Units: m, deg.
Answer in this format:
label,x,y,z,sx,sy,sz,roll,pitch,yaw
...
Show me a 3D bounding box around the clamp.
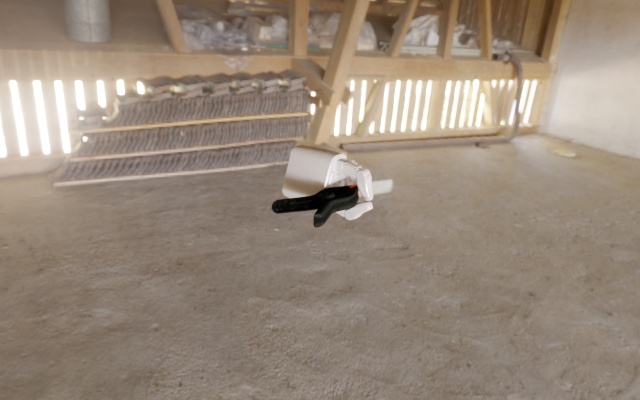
label,x,y,z,sx,sy,sz,roll,pitch,yaw
clamp,0.000,0.002,0.859,0.120,0.039,0.171,19,25,33
